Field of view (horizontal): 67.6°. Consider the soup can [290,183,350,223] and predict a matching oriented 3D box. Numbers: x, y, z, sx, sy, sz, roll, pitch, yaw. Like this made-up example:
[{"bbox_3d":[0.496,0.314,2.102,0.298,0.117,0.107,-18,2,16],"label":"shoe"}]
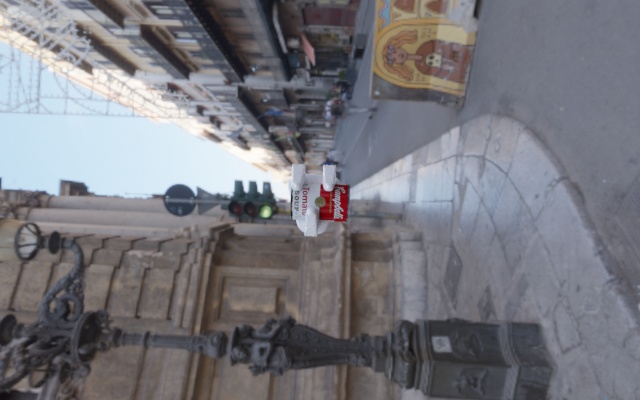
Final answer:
[{"bbox_3d":[0.000,0.003,0.842,0.102,0.068,0.068,3,0,1],"label":"soup can"}]
